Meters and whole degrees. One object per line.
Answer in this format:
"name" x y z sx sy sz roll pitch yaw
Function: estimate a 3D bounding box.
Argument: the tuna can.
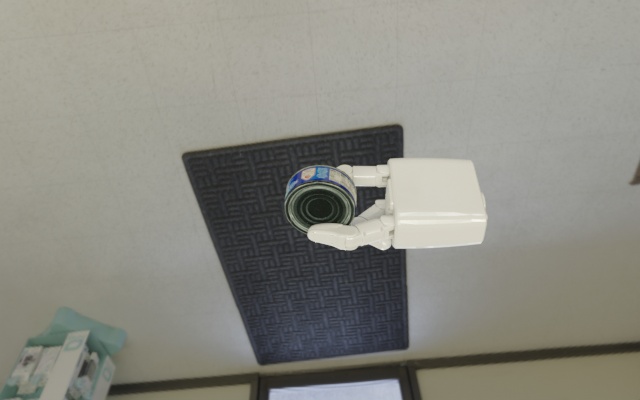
"tuna can" 0.000 0.002 0.566 0.086 0.086 0.033 0 38 5
